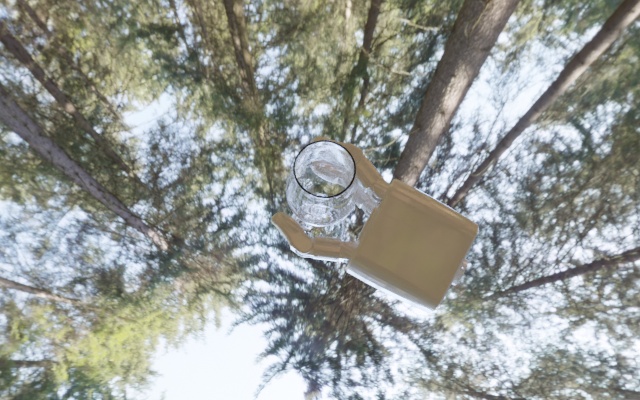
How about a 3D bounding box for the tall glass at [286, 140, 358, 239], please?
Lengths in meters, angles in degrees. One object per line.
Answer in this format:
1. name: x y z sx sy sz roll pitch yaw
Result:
1. tall glass: 0.000 0.002 0.557 0.079 0.079 0.201 0 -20 -2
